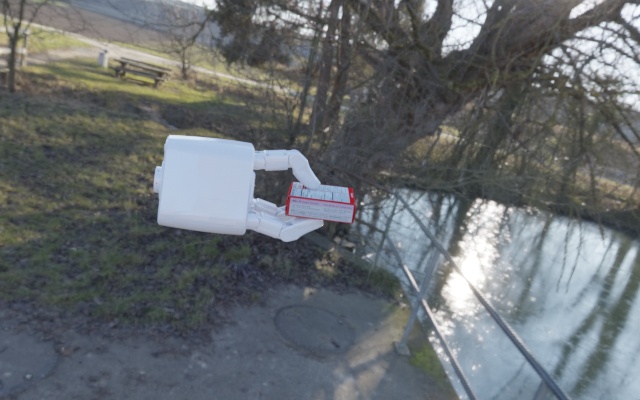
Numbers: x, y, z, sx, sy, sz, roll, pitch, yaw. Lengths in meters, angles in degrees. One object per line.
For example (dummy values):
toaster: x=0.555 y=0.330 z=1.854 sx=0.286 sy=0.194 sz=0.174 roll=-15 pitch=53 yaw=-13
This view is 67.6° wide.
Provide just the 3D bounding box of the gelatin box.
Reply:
gelatin box: x=0.000 y=0.002 z=0.631 sx=0.089 sy=0.030 sz=0.073 roll=6 pitch=17 yaw=-1
